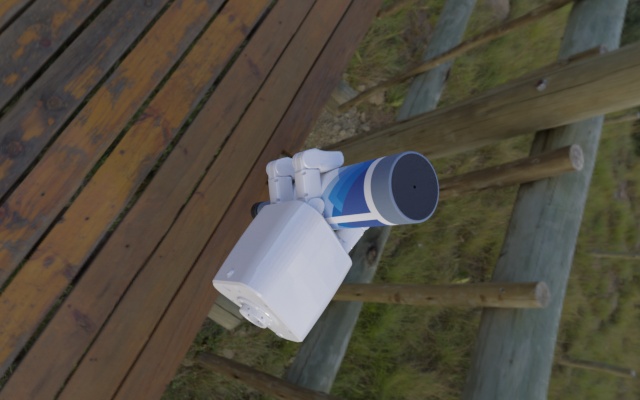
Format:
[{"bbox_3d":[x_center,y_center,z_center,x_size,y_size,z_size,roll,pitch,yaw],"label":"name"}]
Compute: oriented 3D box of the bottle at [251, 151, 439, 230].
[{"bbox_3d":[0.000,0.002,0.554,0.069,0.069,0.296,0,-6,-36],"label":"bottle"}]
